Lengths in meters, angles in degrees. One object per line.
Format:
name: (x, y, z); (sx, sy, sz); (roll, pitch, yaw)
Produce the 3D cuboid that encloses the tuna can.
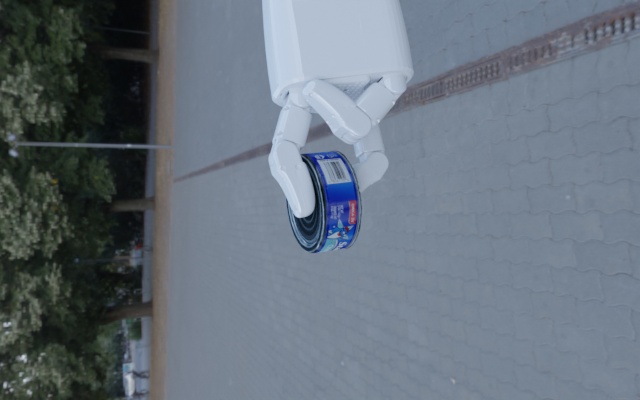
tuna can: (0.000, 0.001, 0.407); (0.034, 0.086, 0.086); (-7, 3, -24)
